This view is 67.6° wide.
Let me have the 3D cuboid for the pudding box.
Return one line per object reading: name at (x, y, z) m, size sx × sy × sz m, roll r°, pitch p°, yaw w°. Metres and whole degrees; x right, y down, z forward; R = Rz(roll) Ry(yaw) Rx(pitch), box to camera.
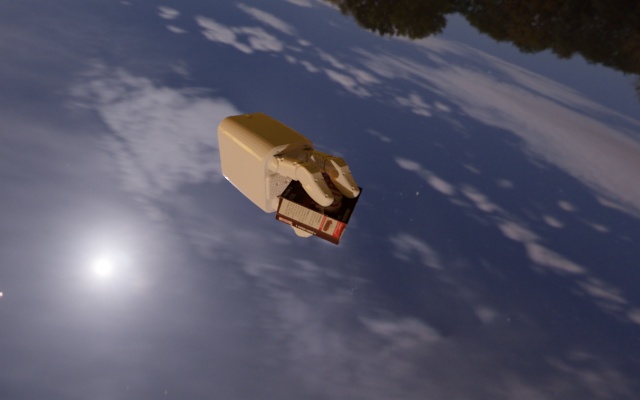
pudding box at (0.000, 0.002, 0.625) m, size 0.090 × 0.039 × 0.113 m, roll 22°, pitch 31°, yaw 4°
